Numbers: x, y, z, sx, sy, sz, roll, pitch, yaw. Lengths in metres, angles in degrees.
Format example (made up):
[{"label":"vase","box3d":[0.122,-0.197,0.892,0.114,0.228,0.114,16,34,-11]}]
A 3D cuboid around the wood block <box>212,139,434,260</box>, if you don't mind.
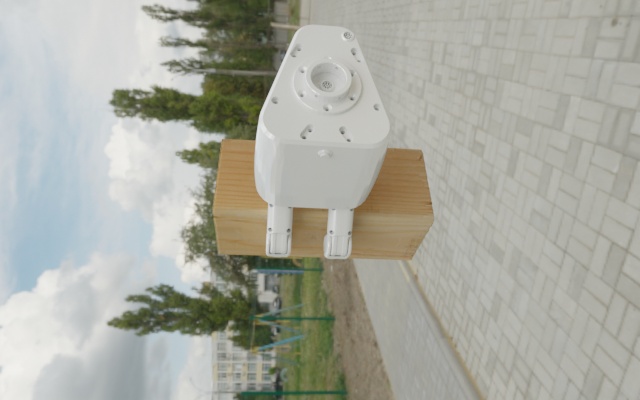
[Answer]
[{"label":"wood block","box3d":[0.000,0.001,0.498,0.206,0.090,0.090,3,-34,-6]}]
